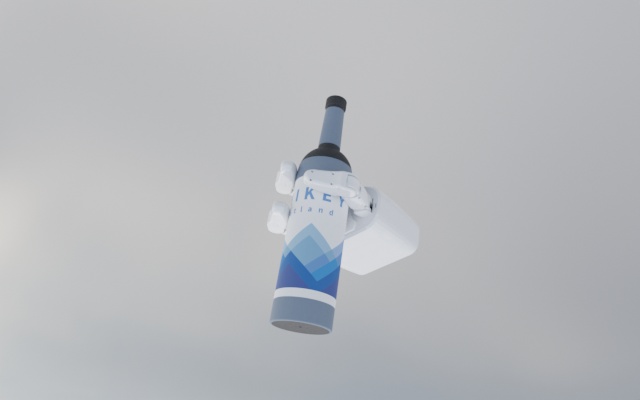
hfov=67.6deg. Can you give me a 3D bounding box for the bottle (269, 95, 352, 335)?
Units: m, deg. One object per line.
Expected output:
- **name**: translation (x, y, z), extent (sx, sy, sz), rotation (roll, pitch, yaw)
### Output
- **bottle**: translation (0.000, 0.002, 0.561), extent (0.069, 0.295, 0.069), rotation (7, -25, 4)
